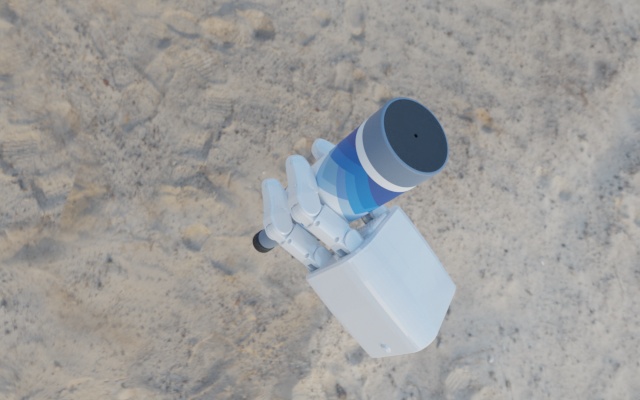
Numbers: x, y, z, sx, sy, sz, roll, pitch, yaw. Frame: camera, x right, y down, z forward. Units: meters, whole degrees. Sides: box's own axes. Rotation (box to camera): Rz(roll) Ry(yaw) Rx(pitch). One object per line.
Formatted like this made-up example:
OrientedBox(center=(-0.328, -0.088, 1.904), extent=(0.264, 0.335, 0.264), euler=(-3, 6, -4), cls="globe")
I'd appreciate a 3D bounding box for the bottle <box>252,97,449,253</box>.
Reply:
OrientedBox(center=(0.000, 0.001, 0.478), extent=(0.069, 0.069, 0.296), euler=(0, -20, -32), cls="bottle")
